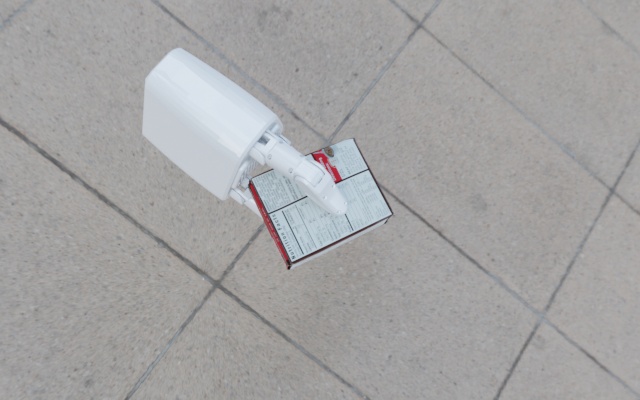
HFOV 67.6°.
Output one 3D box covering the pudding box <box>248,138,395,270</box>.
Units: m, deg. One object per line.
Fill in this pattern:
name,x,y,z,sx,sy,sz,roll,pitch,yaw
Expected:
pudding box,0.000,0.001,0.452,0.113,0.090,0.039,-24,-9,-13
